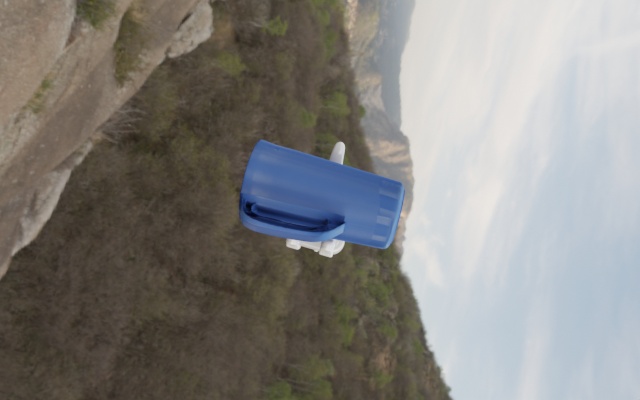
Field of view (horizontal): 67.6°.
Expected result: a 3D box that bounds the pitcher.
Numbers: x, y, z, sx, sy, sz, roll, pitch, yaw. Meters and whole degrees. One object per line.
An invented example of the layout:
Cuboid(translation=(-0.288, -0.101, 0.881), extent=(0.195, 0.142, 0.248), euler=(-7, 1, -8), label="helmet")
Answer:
Cuboid(translation=(0.000, 0.002, 0.743), extent=(0.243, 0.149, 0.145), euler=(14, -10, 4), label="pitcher")
